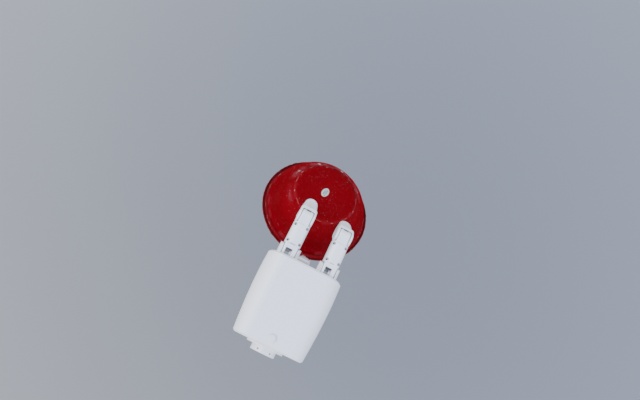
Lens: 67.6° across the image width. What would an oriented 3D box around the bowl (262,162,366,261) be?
[{"bbox_3d":[0.000,0.001,0.690,0.162,0.162,0.055,0,-26,-19],"label":"bowl"}]
